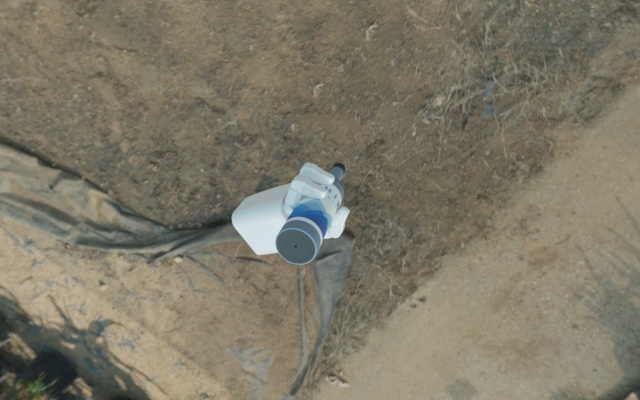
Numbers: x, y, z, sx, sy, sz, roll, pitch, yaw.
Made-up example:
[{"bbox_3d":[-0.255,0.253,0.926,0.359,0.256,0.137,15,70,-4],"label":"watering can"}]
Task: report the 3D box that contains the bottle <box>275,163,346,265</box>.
[{"bbox_3d":[0.000,0.003,0.846,0.069,0.069,0.295,0,27,17],"label":"bottle"}]
